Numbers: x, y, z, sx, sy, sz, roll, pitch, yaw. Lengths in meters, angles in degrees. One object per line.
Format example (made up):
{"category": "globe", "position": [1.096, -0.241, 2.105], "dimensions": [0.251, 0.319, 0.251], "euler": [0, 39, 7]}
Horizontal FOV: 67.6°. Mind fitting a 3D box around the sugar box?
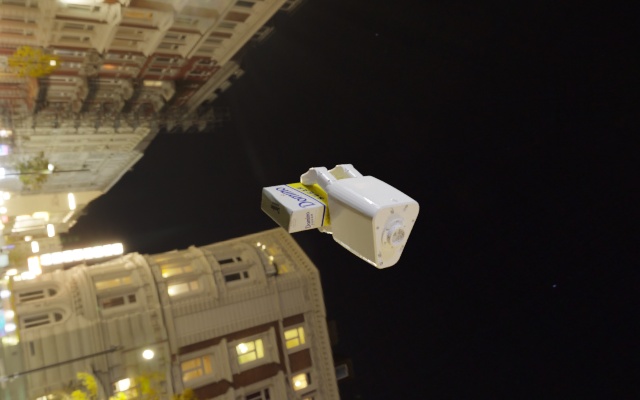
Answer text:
{"category": "sugar box", "position": [0.000, 0.002, 0.797], "dimensions": [0.176, 0.048, 0.093], "euler": [-7, 29, -35]}
